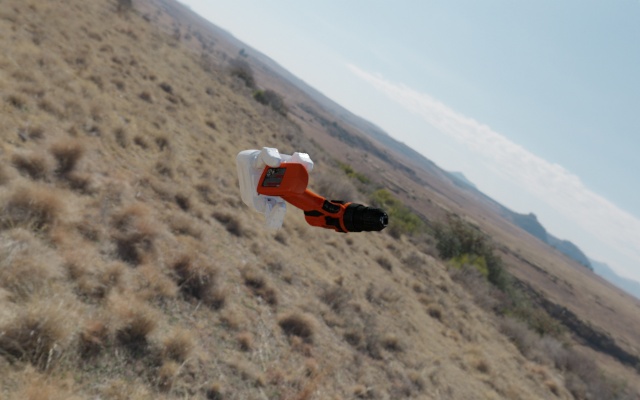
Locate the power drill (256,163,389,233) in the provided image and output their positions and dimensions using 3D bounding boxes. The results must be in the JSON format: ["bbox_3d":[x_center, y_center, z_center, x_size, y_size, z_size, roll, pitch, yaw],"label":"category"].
[{"bbox_3d":[0.000,0.002,0.806,0.184,0.057,0.188,1,-25,45],"label":"power drill"}]
